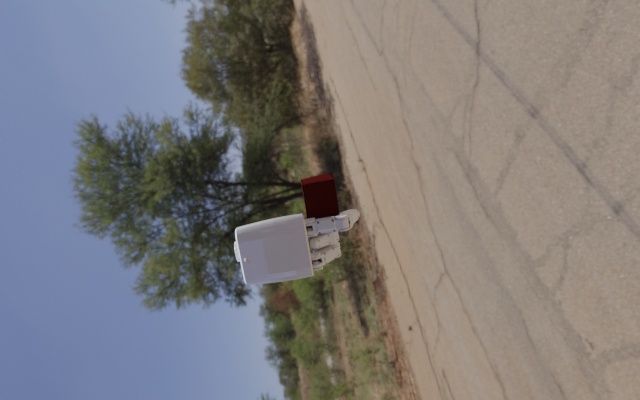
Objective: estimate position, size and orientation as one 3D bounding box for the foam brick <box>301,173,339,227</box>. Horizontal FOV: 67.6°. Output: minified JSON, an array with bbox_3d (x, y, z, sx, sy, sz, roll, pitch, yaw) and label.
[{"bbox_3d":[0.000,0.002,0.749,0.051,0.078,0.053,-9,13,-1],"label":"foam brick"}]
